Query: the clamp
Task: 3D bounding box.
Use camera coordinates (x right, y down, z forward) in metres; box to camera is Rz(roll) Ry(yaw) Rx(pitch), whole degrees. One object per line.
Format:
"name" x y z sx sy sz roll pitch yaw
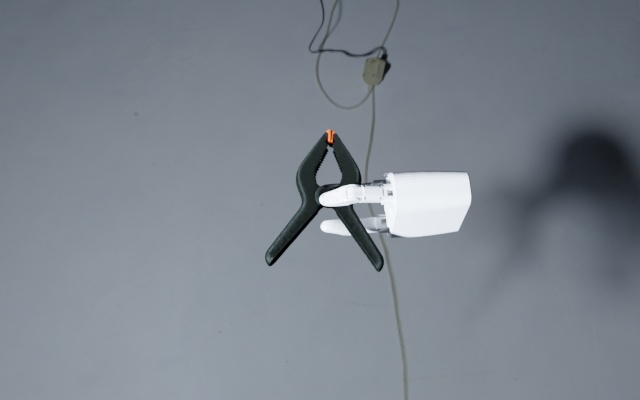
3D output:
"clamp" 0.000 0.001 0.684 0.164 0.210 0.036 -4 -15 0
